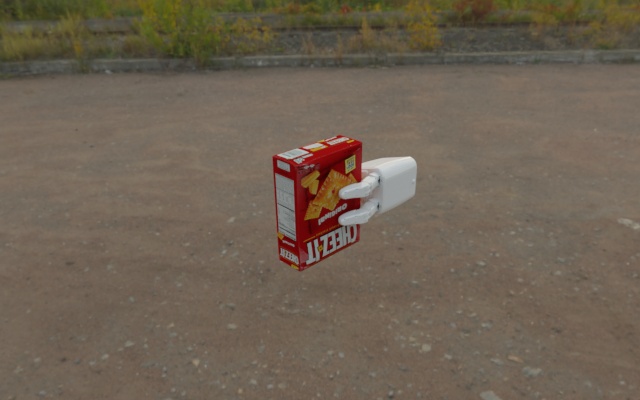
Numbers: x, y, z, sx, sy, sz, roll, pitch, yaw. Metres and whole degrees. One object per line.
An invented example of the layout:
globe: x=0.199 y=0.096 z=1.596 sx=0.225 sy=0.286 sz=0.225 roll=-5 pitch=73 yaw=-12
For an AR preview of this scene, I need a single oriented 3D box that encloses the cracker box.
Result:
cracker box: x=0.000 y=0.003 z=0.887 sx=0.164 sy=0.214 sz=0.072 roll=-22 pitch=33 yaw=-37
